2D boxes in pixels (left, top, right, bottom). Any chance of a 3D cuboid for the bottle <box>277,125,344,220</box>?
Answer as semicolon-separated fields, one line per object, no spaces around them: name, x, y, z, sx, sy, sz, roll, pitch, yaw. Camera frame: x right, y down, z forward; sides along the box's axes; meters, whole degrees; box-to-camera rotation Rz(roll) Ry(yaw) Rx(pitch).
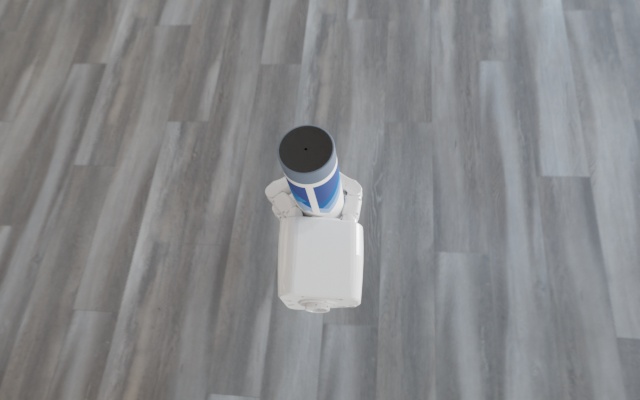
bottle;0.000;0.002;0.675;0.069;0.069;0.296;0;-24;7
